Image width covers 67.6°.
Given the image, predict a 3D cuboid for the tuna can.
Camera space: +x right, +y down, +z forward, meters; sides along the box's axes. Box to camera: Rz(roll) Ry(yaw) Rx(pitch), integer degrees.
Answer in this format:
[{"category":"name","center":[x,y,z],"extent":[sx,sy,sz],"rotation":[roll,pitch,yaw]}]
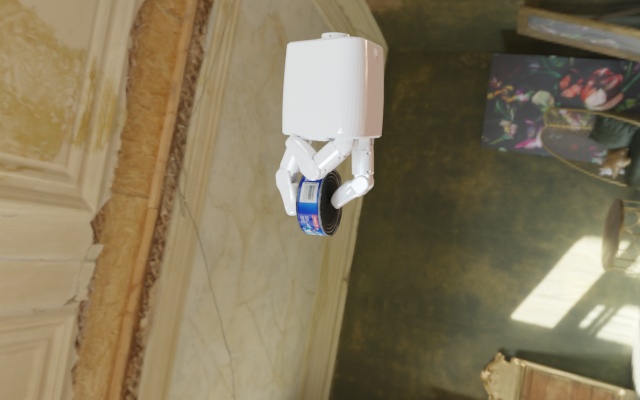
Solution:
[{"category":"tuna can","center":[0.000,0.002,0.610],"extent":[0.034,0.086,0.086],"rotation":[3,1,21]}]
